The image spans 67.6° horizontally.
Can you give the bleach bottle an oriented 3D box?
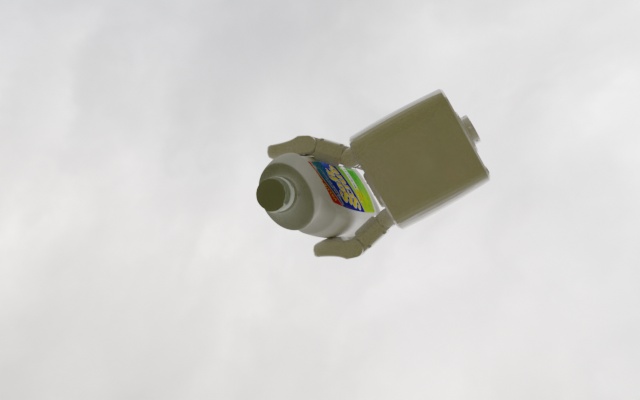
[{"bbox_3d":[0.000,0.002,0.524,0.068,0.102,0.251,-29,-8,16],"label":"bleach bottle"}]
